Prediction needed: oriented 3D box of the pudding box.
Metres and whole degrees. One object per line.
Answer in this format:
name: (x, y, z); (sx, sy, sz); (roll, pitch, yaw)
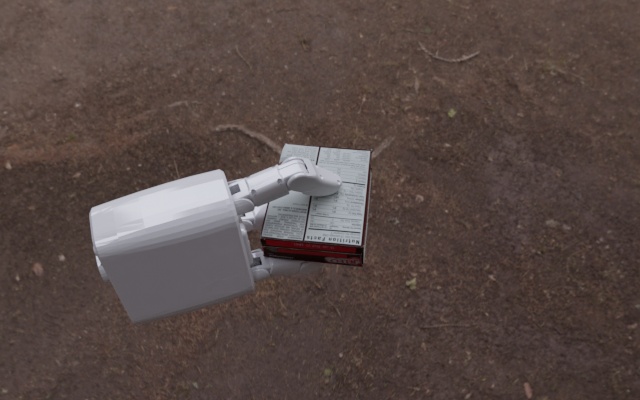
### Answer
pudding box: (0.000, 0.001, 0.437); (0.090, 0.113, 0.039); (6, -34, 6)
